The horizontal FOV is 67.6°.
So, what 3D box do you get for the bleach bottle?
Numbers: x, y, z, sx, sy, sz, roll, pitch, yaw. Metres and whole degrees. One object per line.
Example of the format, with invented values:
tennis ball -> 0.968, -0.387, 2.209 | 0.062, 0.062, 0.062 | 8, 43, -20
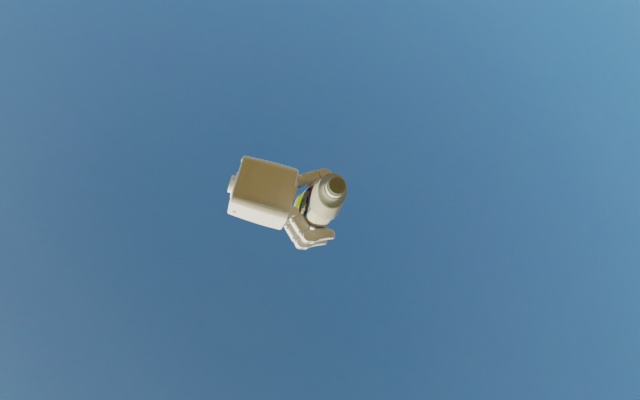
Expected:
bleach bottle -> 0.000, 0.003, 0.868 | 0.068, 0.102, 0.251 | 17, -19, -8
